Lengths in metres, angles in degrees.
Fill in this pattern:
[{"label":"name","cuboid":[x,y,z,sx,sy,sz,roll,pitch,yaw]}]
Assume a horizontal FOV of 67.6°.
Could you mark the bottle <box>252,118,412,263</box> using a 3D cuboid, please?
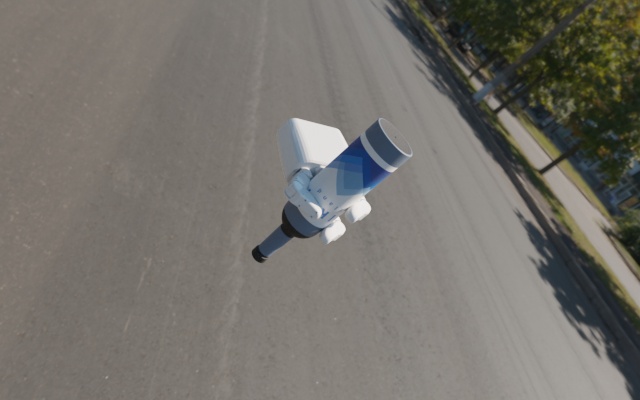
[{"label":"bottle","cuboid":[0.000,0.002,0.697,0.296,0.069,0.069,-41,-21,26]}]
